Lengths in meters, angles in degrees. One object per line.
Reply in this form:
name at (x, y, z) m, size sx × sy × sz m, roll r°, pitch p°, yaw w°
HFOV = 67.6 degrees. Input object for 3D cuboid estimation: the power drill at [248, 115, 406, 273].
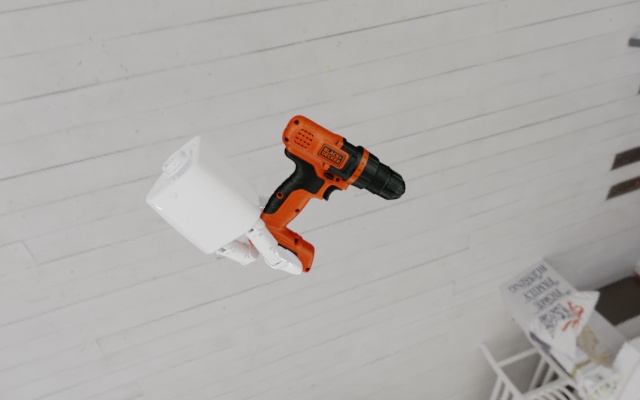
power drill at (0.000, 0.002, 0.651) m, size 0.184 × 0.188 × 0.057 m, roll 29°, pitch 12°, yaw -12°
